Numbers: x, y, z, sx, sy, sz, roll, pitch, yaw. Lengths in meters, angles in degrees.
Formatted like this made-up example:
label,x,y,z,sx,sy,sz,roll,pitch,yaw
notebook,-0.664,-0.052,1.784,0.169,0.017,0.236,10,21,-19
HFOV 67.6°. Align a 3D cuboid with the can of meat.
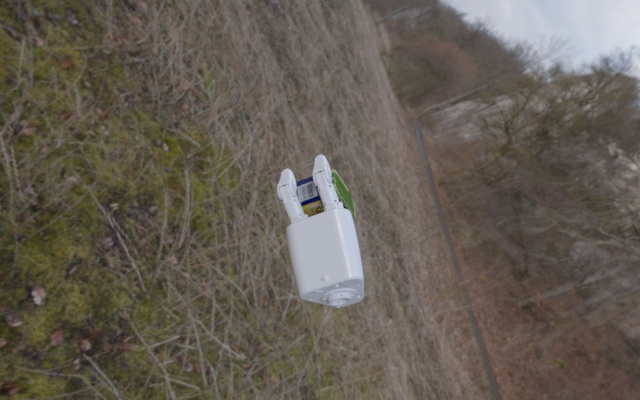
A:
label,x,y,z,sx,sy,sz,roll,pitch,yaw
can of meat,0.000,0.002,0.742,0.084,0.057,0.102,-19,-33,13
